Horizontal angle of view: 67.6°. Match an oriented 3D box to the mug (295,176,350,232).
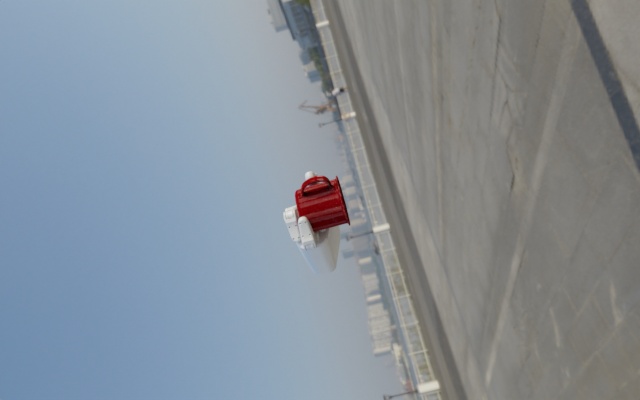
[{"bbox_3d":[0.000,0.002,0.850,0.081,0.093,0.117,-15,-42,5],"label":"mug"}]
